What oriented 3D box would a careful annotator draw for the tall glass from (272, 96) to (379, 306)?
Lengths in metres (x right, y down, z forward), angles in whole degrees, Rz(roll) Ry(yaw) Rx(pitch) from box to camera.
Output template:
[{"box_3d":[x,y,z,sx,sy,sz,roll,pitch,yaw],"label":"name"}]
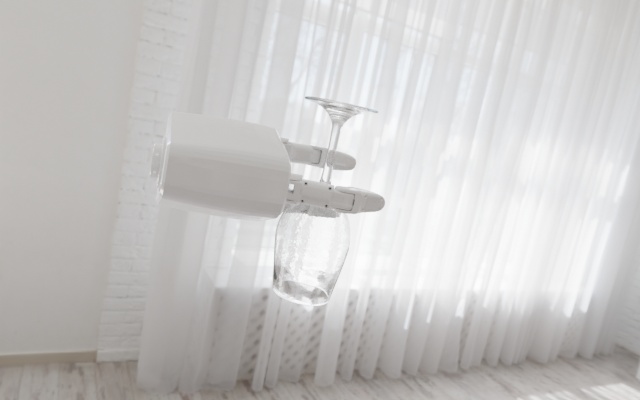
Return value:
[{"box_3d":[0.000,0.001,0.485,0.079,0.201,0.079,11,9,-2],"label":"tall glass"}]
